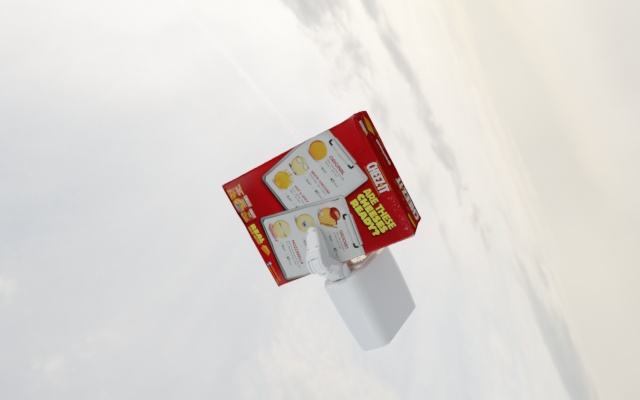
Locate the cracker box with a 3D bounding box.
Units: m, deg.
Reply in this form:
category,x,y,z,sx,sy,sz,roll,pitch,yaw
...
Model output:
category,x,y,z,sx,sy,sz,roll,pitch,yaw
cracker box,0.000,0.002,0.635,0.214,0.164,0.072,-25,8,25
